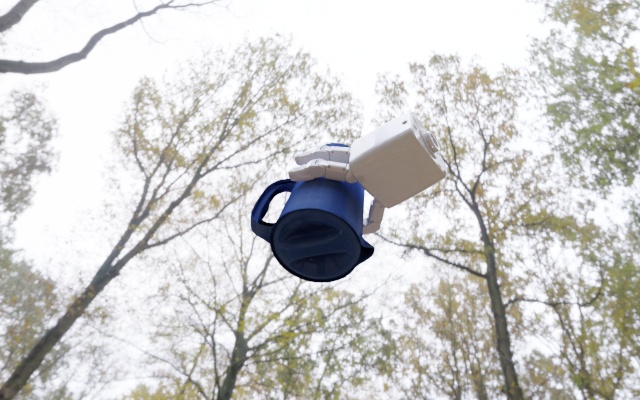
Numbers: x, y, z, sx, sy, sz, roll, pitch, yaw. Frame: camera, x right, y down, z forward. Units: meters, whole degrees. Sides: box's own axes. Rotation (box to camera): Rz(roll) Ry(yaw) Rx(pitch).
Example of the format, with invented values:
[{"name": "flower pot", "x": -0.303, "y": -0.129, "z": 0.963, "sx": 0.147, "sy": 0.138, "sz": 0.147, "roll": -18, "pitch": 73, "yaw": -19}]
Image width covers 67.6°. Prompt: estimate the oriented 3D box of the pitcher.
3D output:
[{"name": "pitcher", "x": 0.000, "y": 0.002, "z": 0.766, "sx": 0.145, "sy": 0.149, "sz": 0.242, "roll": -30, "pitch": 23, "yaw": 26}]
